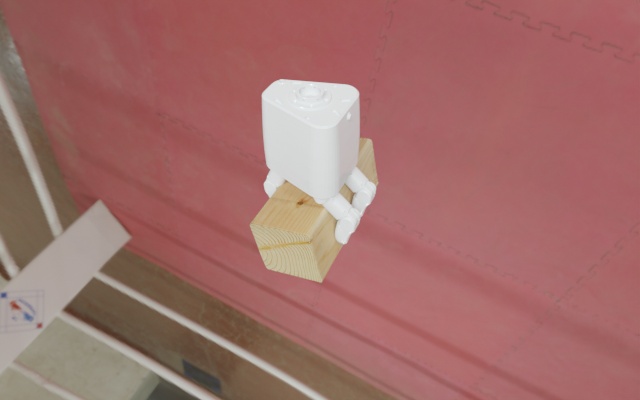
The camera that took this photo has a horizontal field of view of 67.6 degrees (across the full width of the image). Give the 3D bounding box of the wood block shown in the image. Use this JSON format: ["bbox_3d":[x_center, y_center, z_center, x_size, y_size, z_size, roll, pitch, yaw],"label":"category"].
[{"bbox_3d":[0.000,0.002,0.678,0.091,0.090,0.206,10,45,27],"label":"wood block"}]
